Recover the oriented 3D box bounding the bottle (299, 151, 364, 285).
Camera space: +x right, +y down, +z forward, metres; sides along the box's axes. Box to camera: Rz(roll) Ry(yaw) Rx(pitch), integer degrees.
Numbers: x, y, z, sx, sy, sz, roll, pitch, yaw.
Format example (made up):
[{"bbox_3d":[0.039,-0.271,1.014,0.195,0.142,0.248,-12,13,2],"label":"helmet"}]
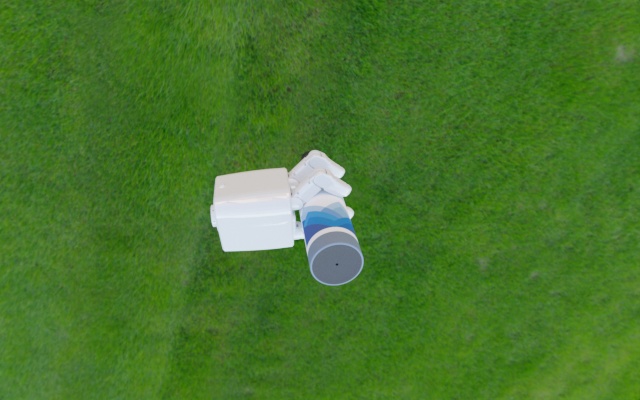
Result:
[{"bbox_3d":[0.000,0.002,0.704,0.069,0.069,0.295,0,31,-9],"label":"bottle"}]
